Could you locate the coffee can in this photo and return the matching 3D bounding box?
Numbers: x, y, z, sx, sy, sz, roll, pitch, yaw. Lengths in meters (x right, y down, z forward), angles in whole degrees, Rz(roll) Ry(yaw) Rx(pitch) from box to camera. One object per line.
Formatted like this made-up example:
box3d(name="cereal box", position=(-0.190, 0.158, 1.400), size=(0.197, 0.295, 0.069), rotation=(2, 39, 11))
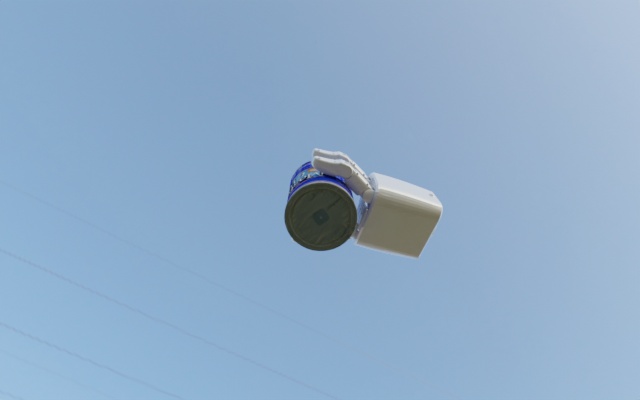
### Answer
box3d(name="coffee can", position=(0.000, 0.002, 0.729), size=(0.103, 0.103, 0.140), rotation=(0, 18, 0))
